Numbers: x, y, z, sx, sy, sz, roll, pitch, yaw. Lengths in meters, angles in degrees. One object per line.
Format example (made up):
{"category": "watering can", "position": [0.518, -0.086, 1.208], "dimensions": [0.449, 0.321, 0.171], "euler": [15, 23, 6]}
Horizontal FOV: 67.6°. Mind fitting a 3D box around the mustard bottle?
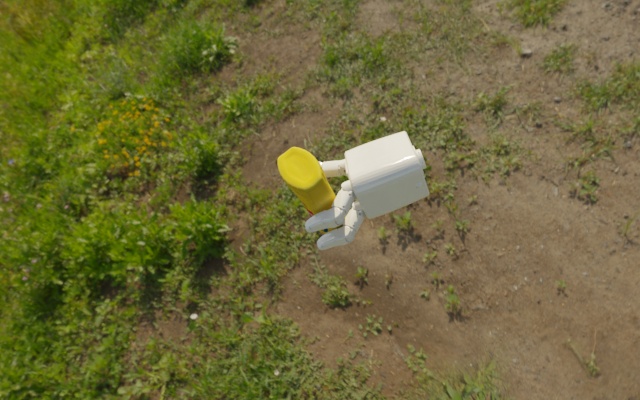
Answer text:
{"category": "mustard bottle", "position": [0.000, 0.003, 0.773], "dimensions": [0.096, 0.058, 0.192], "euler": [47, -7, 40]}
